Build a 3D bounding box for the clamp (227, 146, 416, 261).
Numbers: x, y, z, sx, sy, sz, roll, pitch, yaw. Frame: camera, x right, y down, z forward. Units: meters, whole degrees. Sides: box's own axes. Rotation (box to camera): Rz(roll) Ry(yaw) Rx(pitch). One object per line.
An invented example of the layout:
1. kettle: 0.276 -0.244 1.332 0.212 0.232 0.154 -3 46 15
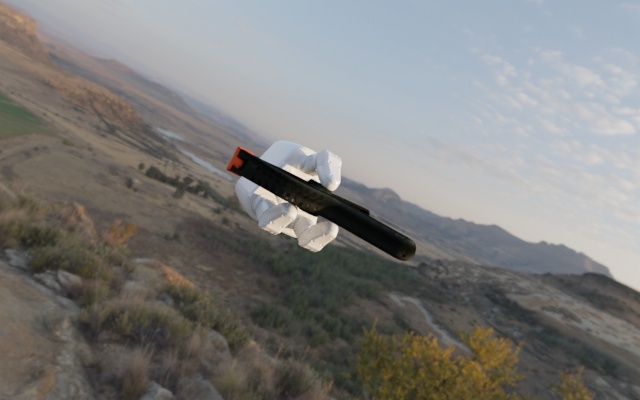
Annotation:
1. clamp: 0.000 0.001 0.526 0.210 0.036 0.164 26 4 -24
